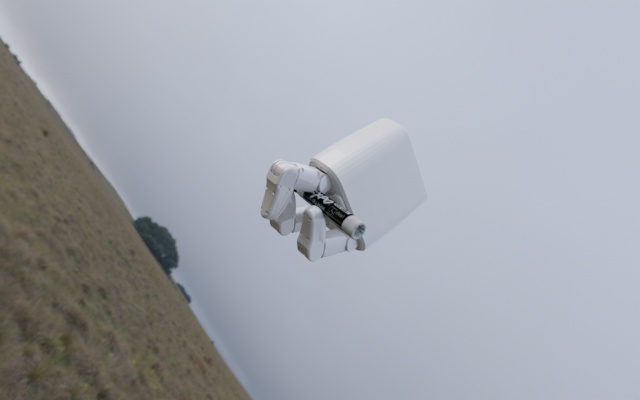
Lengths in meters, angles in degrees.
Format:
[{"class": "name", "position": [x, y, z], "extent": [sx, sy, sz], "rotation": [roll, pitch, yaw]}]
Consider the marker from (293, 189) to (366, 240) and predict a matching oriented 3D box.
[{"class": "marker", "position": [0.000, 0.002, 0.486], "extent": [0.020, 0.020, 0.121], "rotation": [0, 27, -42]}]
